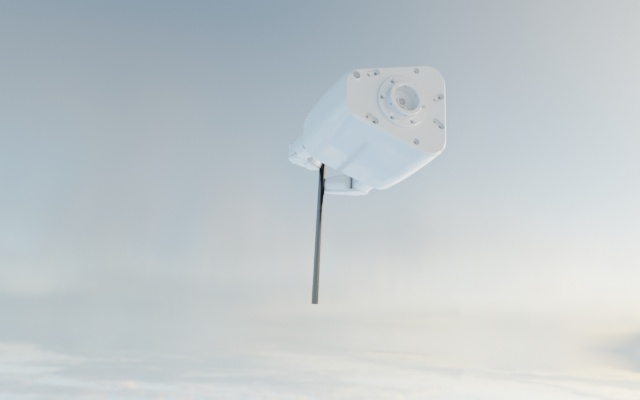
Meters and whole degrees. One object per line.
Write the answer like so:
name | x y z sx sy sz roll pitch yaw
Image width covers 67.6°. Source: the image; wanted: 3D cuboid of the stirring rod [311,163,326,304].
stirring rod | 0.000 0.002 0.575 0.011 0.239 0.011 3 -15 1
